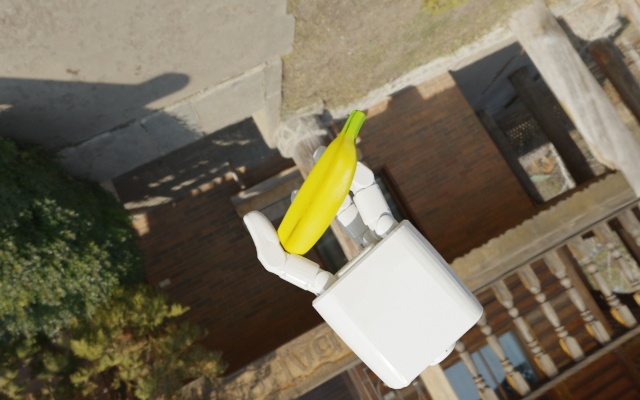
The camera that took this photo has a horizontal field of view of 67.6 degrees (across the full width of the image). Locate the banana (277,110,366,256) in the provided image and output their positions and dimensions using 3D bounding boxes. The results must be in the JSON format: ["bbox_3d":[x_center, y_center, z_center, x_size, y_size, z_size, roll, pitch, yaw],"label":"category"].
[{"bbox_3d":[-0.007,0.011,0.427,0.037,0.069,0.198,35,-42,2],"label":"banana"}]
